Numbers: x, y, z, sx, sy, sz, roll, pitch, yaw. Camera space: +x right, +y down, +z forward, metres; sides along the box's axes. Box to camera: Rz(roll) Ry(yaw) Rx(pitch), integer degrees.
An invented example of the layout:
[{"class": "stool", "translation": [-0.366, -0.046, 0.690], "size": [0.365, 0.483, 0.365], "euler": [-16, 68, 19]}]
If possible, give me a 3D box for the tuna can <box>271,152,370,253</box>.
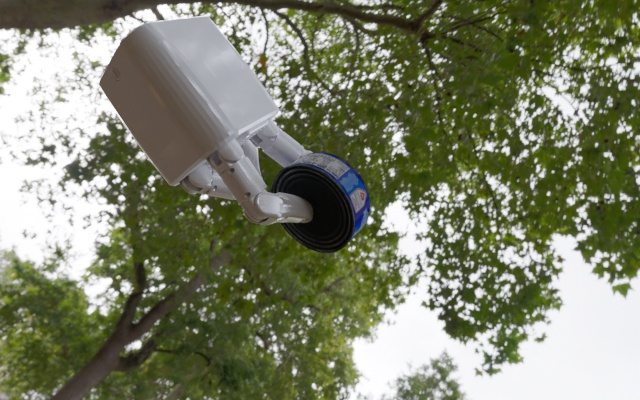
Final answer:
[{"class": "tuna can", "translation": [0.000, 0.001, 0.422], "size": [0.086, 0.086, 0.033], "euler": [0, 27, 37]}]
